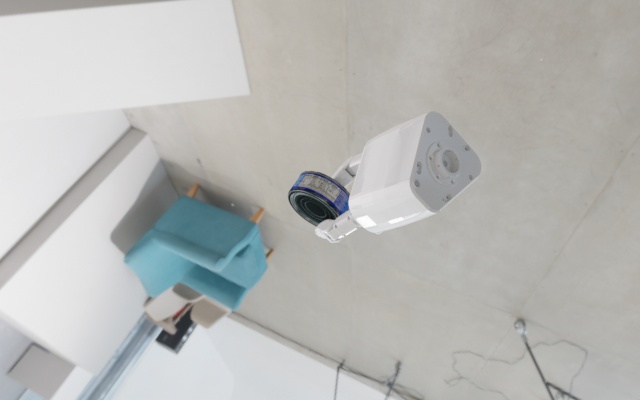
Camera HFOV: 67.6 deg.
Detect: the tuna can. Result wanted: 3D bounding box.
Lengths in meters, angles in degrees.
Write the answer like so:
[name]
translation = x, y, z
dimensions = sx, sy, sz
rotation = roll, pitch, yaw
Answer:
[tuna can]
translation = 0.000, 0.003, 0.627
dimensions = 0.086, 0.033, 0.086
rotation = 26, -27, 14
